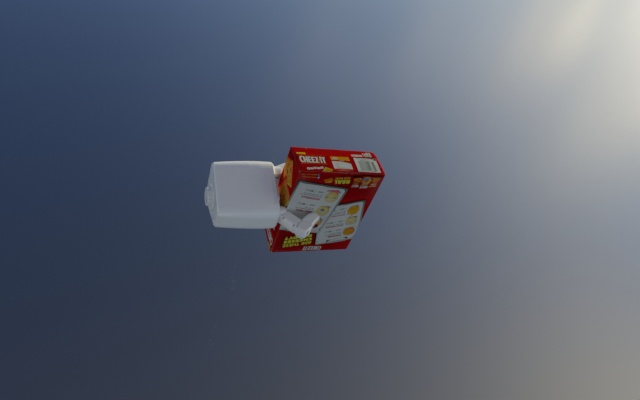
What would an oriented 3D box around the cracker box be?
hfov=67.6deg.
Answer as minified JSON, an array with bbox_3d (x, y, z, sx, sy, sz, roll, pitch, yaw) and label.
[{"bbox_3d":[0.000,0.003,0.883,0.164,0.072,0.214,0,-43,-23],"label":"cracker box"}]
